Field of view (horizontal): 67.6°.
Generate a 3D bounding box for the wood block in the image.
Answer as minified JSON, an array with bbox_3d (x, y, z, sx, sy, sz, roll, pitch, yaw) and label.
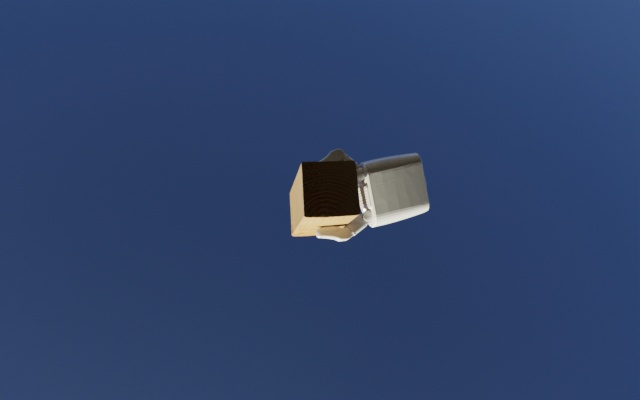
[{"bbox_3d":[0.001,0.003,0.835,0.090,0.090,0.206,-2,-12,-9],"label":"wood block"}]
